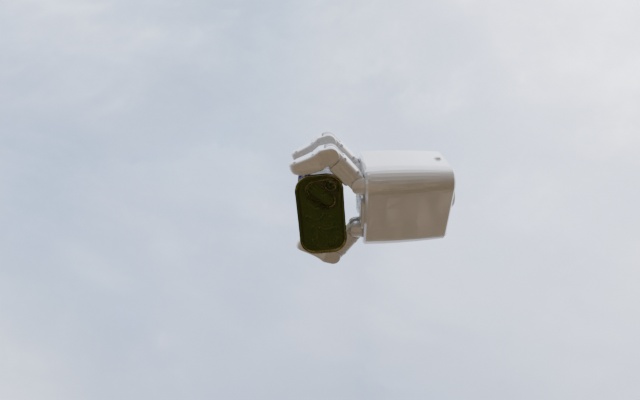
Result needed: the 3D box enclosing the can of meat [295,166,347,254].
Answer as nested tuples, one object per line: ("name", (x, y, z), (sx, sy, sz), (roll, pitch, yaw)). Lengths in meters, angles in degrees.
("can of meat", (0.000, 0.002, 0.605), (0.057, 0.102, 0.084), (-5, 23, 1))
